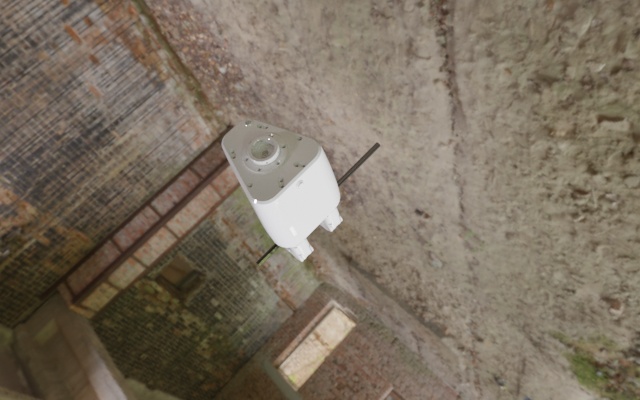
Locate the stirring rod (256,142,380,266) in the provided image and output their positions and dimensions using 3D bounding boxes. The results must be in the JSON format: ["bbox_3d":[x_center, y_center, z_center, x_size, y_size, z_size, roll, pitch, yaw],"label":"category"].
[{"bbox_3d":[0.000,0.002,0.658,0.239,0.011,0.011,-45,12,-13],"label":"stirring rod"}]
